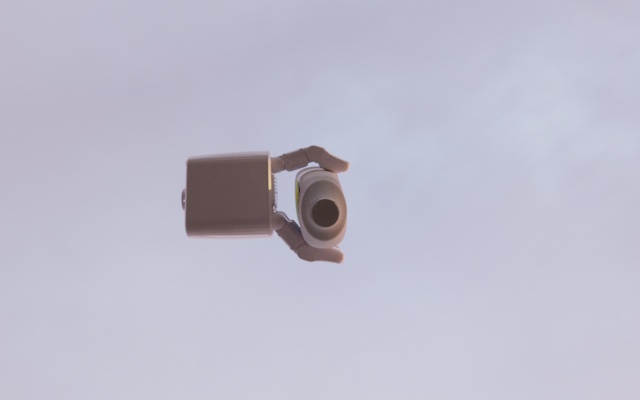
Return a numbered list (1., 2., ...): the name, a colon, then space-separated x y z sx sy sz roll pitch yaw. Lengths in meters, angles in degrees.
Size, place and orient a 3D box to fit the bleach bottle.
1. bleach bottle: 0.000 0.002 0.598 0.068 0.102 0.251 -3 1 -2
